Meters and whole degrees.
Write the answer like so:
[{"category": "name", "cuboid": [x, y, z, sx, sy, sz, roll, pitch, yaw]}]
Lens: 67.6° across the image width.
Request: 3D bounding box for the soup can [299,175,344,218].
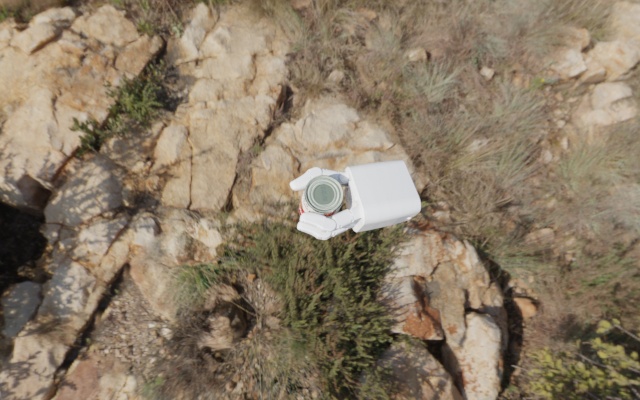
[{"category": "soup can", "cuboid": [0.000, 0.003, 0.831, 0.068, 0.068, 0.102, 0, -16, -8]}]
